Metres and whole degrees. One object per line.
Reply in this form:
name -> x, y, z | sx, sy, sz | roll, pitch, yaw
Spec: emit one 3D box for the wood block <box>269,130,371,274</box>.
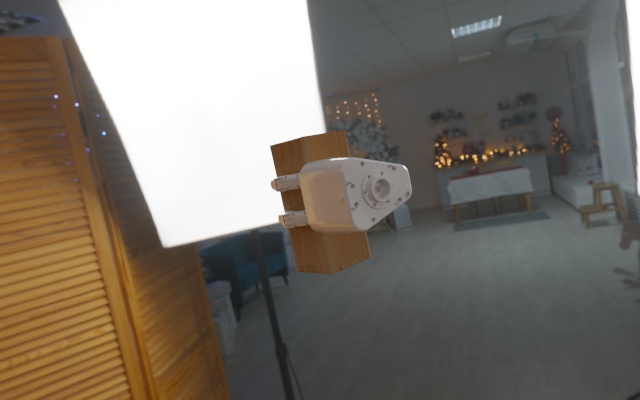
wood block -> 0.001, 0.002, 0.752 | 0.091, 0.206, 0.090 | -16, 6, -40
